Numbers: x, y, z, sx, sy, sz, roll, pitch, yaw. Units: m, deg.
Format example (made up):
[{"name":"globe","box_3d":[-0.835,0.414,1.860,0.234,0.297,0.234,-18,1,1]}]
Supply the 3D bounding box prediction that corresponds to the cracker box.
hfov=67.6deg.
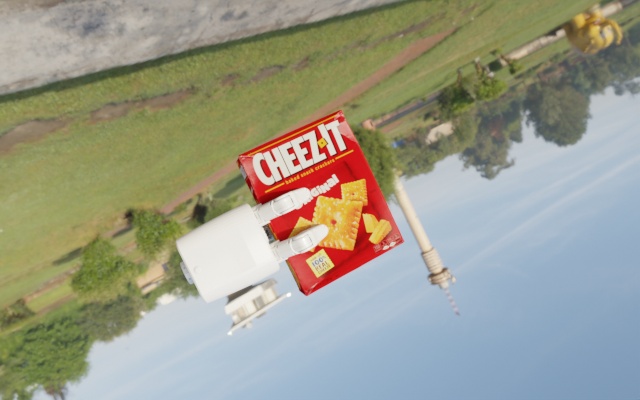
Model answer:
[{"name":"cracker box","box_3d":[0.000,0.002,0.682,0.164,0.214,0.072,-26,3,-12]}]
